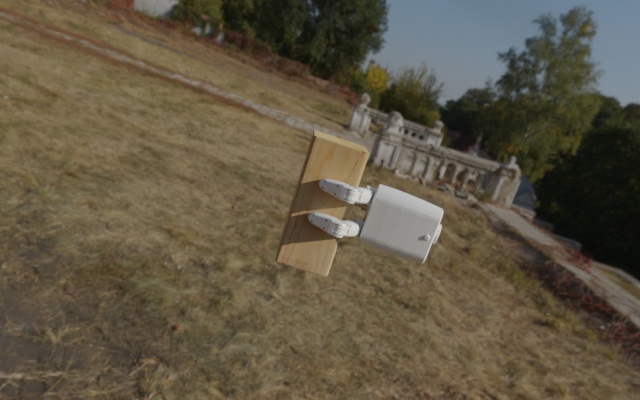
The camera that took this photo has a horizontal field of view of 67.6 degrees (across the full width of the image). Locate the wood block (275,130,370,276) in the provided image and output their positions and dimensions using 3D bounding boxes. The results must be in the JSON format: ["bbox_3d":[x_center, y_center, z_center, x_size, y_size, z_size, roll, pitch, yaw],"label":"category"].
[{"bbox_3d":[0.001,0.002,0.769,0.090,0.206,0.090,17,13,-4],"label":"wood block"}]
